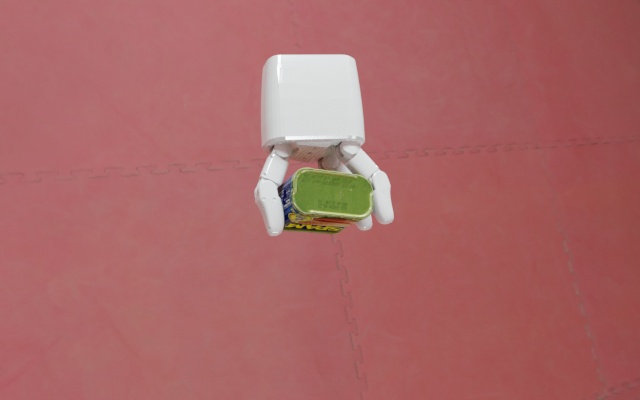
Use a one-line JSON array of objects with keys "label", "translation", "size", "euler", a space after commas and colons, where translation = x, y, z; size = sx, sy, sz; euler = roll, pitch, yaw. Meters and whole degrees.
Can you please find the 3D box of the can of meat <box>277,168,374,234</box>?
[{"label": "can of meat", "translation": [0.000, 0.002, 0.550], "size": [0.102, 0.057, 0.084], "euler": [6, -16, -21]}]
